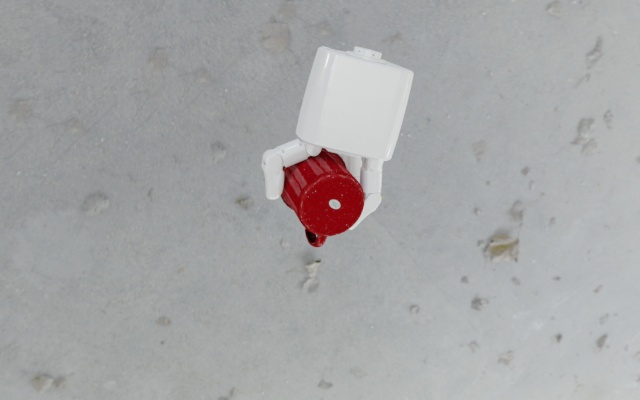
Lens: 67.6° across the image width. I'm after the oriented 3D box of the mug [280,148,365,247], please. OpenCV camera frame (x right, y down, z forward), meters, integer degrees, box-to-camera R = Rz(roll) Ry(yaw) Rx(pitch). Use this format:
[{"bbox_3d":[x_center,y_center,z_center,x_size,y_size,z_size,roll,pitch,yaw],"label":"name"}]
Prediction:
[{"bbox_3d":[0.000,0.003,0.580,0.093,0.117,0.081,5,22,-20],"label":"mug"}]
